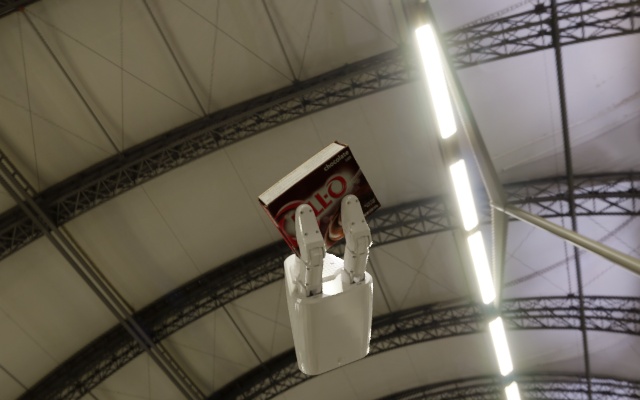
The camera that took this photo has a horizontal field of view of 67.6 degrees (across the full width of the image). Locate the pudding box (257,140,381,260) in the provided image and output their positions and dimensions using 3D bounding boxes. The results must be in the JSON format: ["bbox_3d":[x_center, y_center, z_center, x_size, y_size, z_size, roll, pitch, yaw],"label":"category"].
[{"bbox_3d":[0.000,0.002,0.533,0.113,0.090,0.039,-39,31,-11],"label":"pudding box"}]
